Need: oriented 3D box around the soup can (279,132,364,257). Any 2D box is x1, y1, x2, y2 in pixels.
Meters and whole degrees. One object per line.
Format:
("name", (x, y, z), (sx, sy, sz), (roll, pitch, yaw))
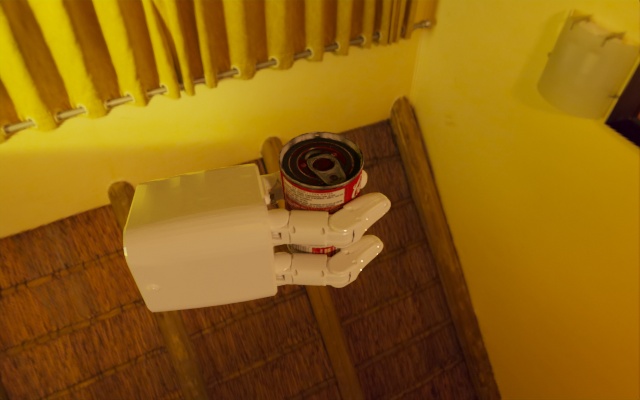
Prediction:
("soup can", (0.001, 0.001, 0.415), (0.068, 0.068, 0.102), (0, -44, -1))
